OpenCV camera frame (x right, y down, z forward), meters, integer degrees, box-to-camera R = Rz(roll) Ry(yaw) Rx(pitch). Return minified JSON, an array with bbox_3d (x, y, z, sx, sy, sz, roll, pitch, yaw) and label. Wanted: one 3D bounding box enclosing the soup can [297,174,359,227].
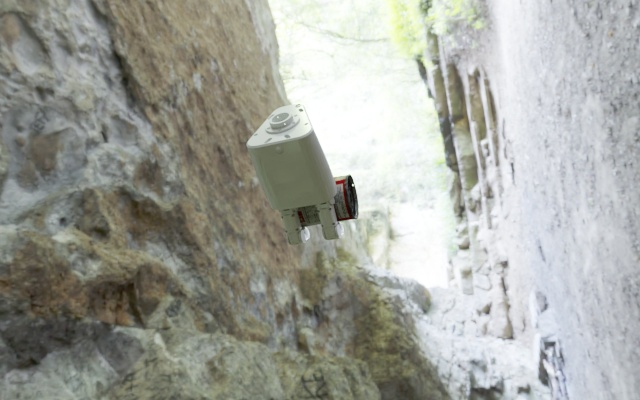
[{"bbox_3d":[0.000,0.003,0.714,0.102,0.068,0.068,-10,-3,15],"label":"soup can"}]
